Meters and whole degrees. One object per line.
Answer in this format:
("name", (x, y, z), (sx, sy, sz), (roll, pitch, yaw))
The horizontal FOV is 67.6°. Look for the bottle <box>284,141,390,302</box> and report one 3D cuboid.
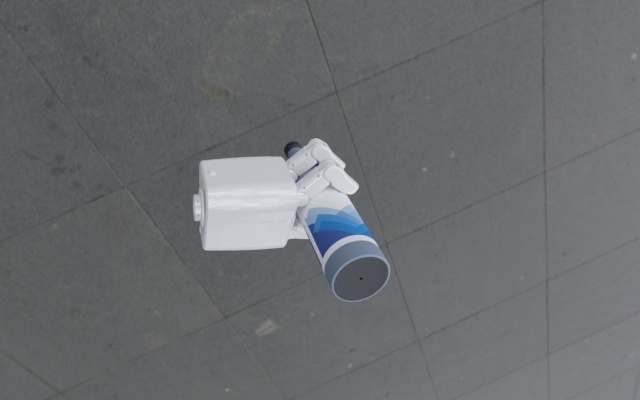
("bottle", (0.000, 0.002, 0.616), (0.069, 0.069, 0.295), (0, 33, -20))
